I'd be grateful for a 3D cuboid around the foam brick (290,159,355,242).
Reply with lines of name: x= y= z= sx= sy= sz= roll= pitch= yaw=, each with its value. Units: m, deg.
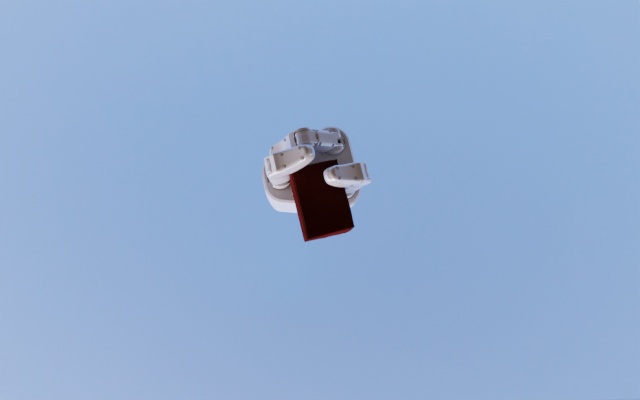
foam brick: x=0.000 y=0.002 z=0.517 sx=0.053 sy=0.078 sz=0.051 roll=-12 pitch=-9 yaw=-7
